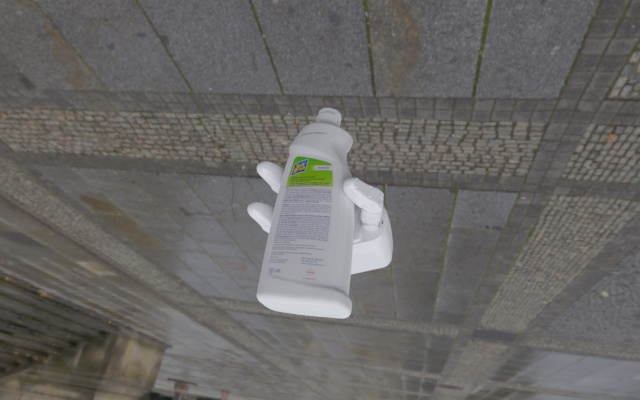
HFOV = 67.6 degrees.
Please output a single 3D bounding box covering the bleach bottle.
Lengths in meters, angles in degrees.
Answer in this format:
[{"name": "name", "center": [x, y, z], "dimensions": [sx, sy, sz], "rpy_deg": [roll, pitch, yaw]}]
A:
[{"name": "bleach bottle", "center": [0.000, 0.002, 0.552], "dimensions": [0.102, 0.250, 0.068], "rpy_deg": [2, -27, 16]}]
